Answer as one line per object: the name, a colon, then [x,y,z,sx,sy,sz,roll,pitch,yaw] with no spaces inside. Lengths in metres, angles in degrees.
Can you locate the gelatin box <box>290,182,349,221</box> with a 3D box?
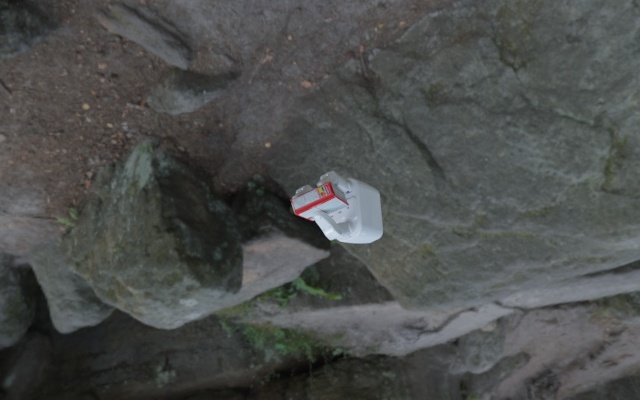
gelatin box: [0.000,0.003,0.798,0.073,0.030,0.089,-24,-16,13]
